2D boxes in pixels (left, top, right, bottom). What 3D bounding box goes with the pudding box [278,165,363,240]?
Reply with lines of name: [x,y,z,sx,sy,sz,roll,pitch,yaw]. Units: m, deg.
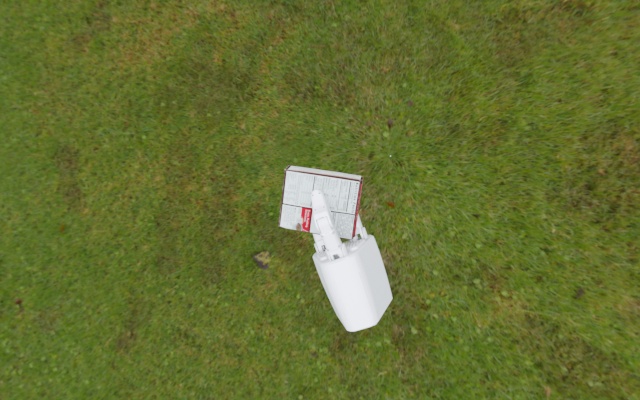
pudding box: [0.000,0.002,0.687,0.113,0.090,0.039,9,12,4]
